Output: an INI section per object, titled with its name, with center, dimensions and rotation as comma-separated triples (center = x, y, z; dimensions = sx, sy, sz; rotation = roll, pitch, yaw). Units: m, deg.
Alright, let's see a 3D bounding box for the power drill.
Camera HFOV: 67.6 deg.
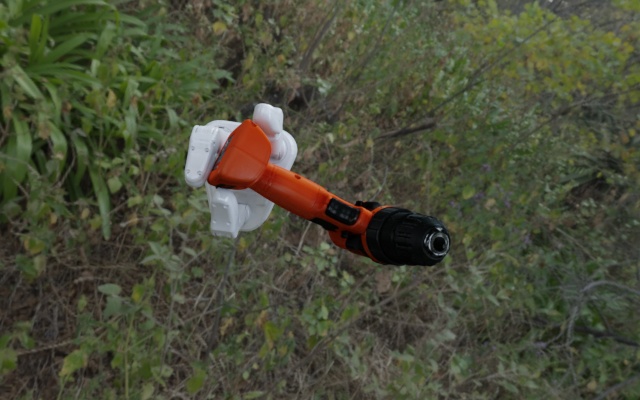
[power drill]
center = 0.000, 0.001, 0.419
dimensions = 0.188, 0.057, 0.184
rotation = 30, -11, -18
